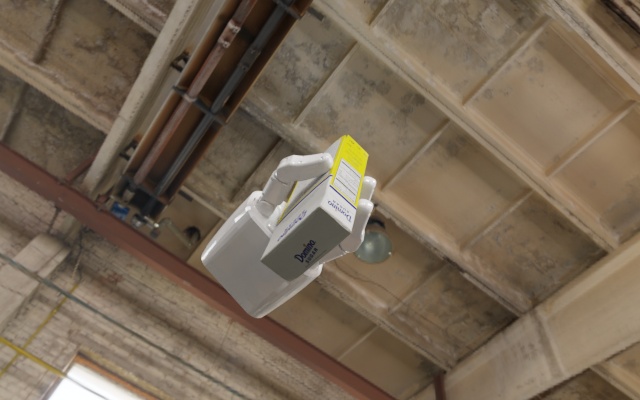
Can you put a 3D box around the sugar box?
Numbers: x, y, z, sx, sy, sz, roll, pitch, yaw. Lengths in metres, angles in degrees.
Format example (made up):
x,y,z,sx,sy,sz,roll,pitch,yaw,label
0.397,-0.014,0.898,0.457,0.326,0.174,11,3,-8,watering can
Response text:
x,y,z,sx,sy,sz,roll,pitch,yaw,label
0.000,0.002,0.514,0.093,0.048,0.176,-42,16,29,sugar box
